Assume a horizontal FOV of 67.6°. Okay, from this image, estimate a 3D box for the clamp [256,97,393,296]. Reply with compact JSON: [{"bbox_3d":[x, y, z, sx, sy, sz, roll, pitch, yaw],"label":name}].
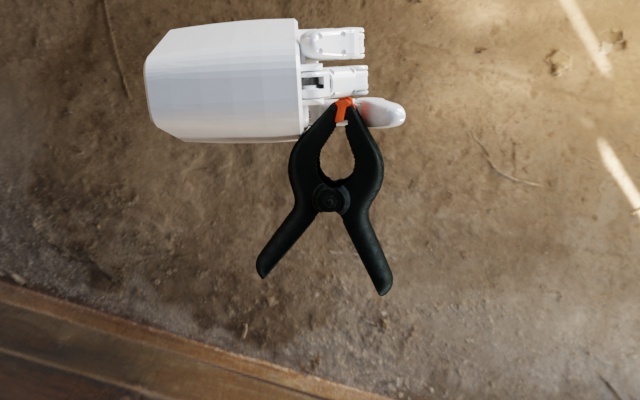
[{"bbox_3d":[0.000,0.001,0.402,0.120,0.171,0.039,-2,14,1],"label":"clamp"}]
